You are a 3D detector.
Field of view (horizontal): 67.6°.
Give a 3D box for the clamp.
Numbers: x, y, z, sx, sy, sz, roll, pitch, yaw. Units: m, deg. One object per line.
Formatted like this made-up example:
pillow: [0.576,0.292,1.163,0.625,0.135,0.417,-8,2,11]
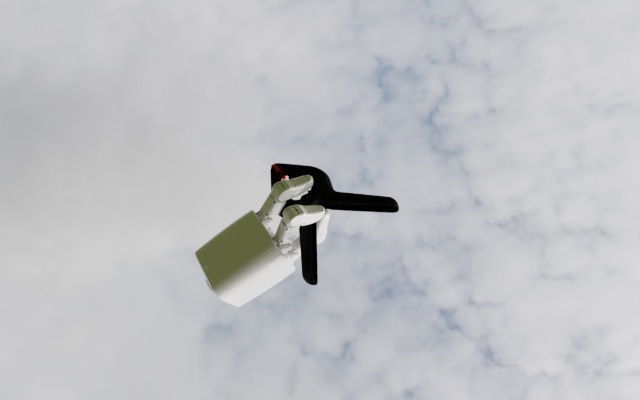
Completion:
clamp: [0.000,0.003,0.697,0.164,0.210,0.036,-35,-37,-5]
